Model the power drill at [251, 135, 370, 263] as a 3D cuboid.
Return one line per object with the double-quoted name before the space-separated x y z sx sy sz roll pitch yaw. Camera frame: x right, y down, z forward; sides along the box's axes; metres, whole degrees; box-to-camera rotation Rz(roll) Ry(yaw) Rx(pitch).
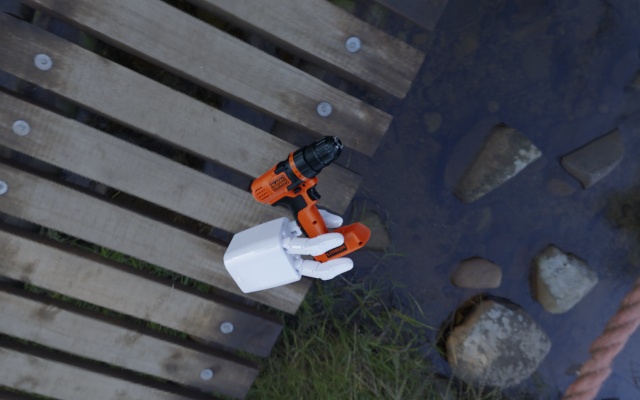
"power drill" 0.000 0.003 0.784 0.184 0.188 0.057 -29 13 33
